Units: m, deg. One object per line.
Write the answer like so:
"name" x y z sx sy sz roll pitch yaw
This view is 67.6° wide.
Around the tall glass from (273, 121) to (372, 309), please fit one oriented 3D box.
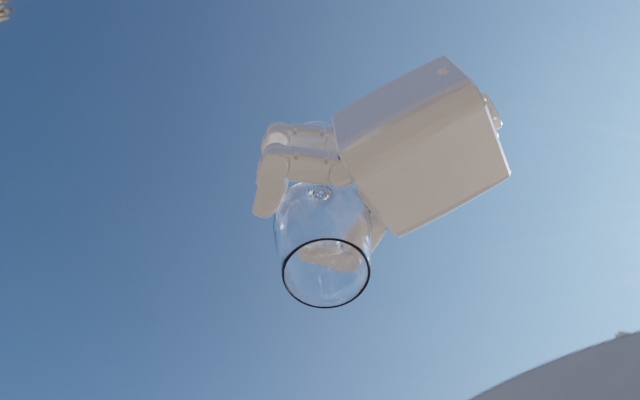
"tall glass" 0.000 0.001 0.413 0.079 0.079 0.201 0 30 -2
